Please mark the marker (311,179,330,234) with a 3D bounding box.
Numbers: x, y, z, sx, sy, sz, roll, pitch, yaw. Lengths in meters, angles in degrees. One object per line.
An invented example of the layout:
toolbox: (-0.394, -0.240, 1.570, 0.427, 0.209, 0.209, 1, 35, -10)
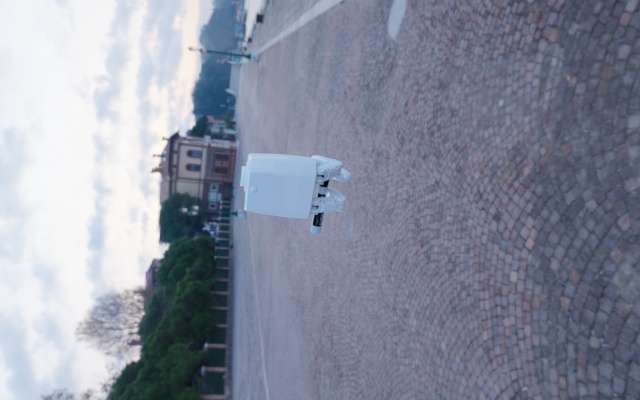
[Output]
marker: (0.000, 0.003, 0.850, 0.020, 0.121, 0.020, 8, 24, -4)
